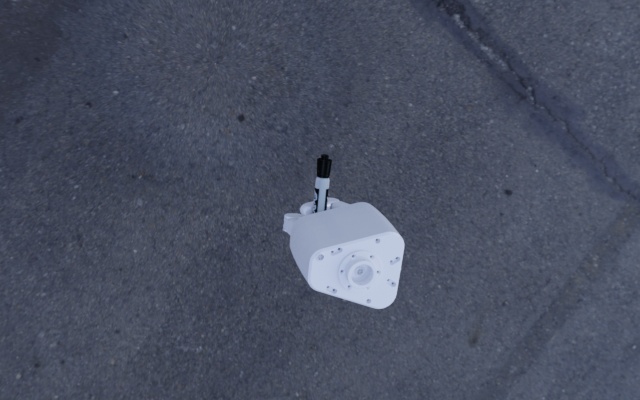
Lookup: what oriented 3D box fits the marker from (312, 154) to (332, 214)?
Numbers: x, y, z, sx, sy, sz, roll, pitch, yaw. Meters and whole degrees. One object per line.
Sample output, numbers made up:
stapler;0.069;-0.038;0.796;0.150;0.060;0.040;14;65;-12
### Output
marker;0.000;0.002;0.602;0.020;0.121;0.020;5;15;-1
